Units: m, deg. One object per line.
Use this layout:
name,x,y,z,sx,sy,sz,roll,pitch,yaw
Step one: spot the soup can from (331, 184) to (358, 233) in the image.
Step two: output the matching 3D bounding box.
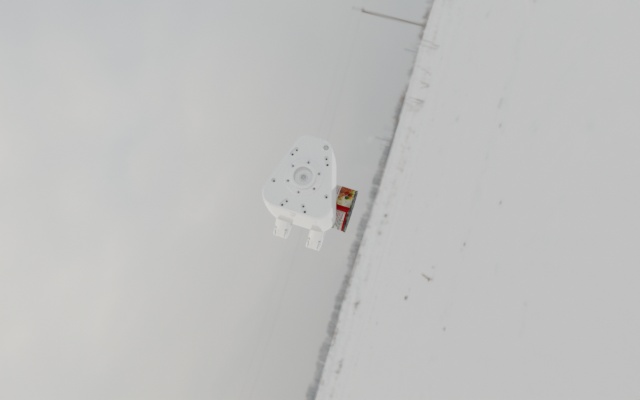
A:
soup can,0.000,0.002,0.742,0.102,0.068,0.068,17,2,5
